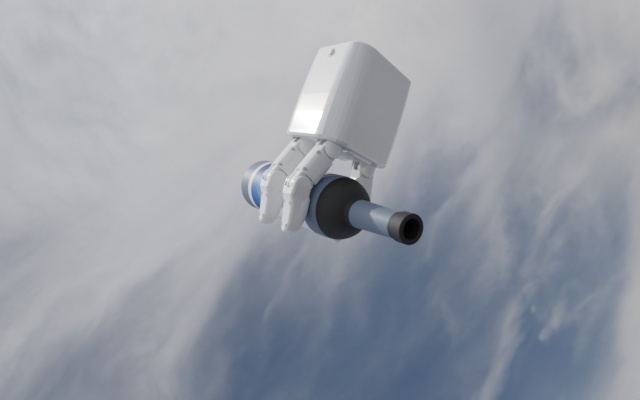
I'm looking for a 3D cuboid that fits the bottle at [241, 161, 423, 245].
[{"bbox_3d":[0.000,0.002,0.524,0.069,0.069,0.295,0,9,-32],"label":"bottle"}]
